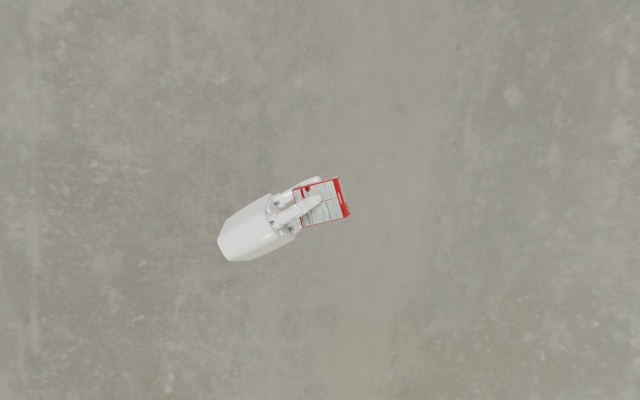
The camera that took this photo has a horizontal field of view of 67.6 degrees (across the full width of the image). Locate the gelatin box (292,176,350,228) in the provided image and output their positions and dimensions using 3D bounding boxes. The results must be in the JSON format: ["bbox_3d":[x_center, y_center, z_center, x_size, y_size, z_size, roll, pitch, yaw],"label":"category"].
[{"bbox_3d":[0.000,0.003,0.852,0.089,0.073,0.030,-14,7,17],"label":"gelatin box"}]
